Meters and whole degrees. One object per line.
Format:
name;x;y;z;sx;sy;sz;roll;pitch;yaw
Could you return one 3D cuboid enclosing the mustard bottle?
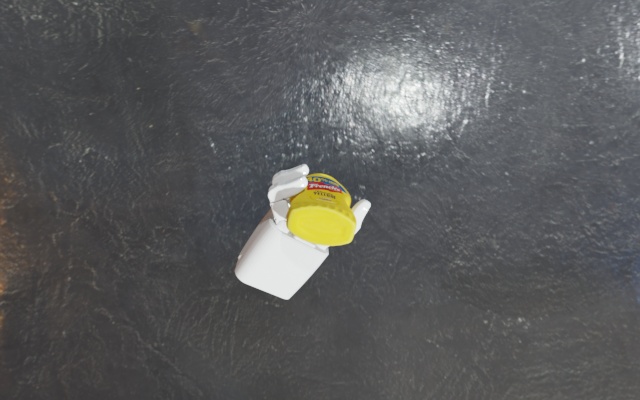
mustard bottle;0.000;0.002;0.734;0.096;0.058;0.191;11;20;-5
